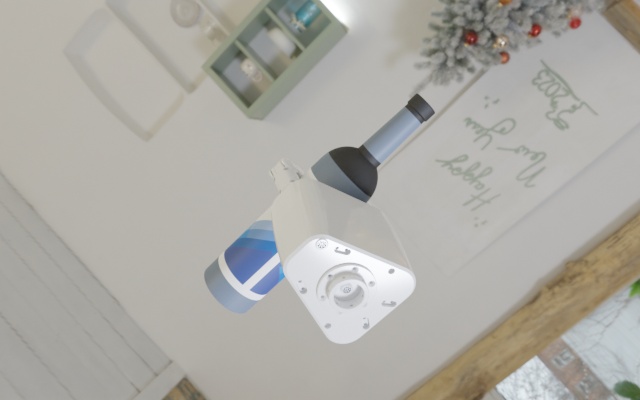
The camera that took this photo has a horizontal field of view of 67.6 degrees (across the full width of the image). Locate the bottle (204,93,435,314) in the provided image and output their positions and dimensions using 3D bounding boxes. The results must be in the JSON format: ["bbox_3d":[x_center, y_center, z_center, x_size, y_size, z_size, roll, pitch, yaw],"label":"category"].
[{"bbox_3d":[0.000,0.002,0.505,0.296,0.069,0.069,-43,-11,12],"label":"bottle"}]
